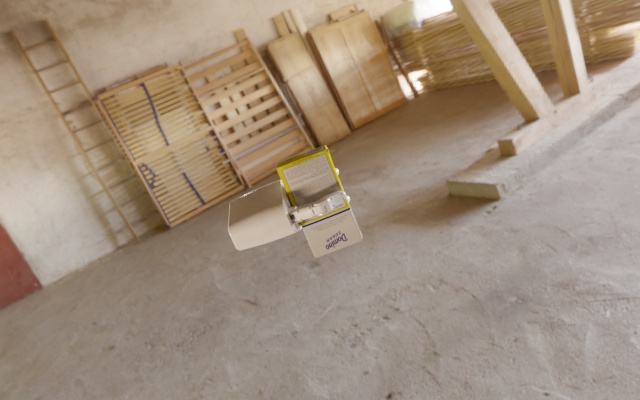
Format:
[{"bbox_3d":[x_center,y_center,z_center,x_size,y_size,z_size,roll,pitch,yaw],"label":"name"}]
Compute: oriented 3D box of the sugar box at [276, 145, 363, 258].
[{"bbox_3d":[0.000,0.003,0.832,0.093,0.176,0.048,-21,17,4],"label":"sugar box"}]
